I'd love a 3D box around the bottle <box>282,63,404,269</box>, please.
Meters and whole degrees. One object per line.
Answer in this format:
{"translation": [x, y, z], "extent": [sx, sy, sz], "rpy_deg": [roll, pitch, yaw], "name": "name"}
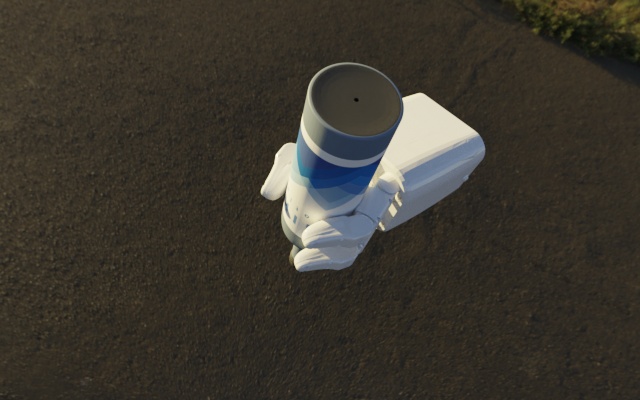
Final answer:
{"translation": [0.000, 0.001, 0.447], "extent": [0.069, 0.069, 0.296], "rpy_deg": [0, -28, -11], "name": "bottle"}
